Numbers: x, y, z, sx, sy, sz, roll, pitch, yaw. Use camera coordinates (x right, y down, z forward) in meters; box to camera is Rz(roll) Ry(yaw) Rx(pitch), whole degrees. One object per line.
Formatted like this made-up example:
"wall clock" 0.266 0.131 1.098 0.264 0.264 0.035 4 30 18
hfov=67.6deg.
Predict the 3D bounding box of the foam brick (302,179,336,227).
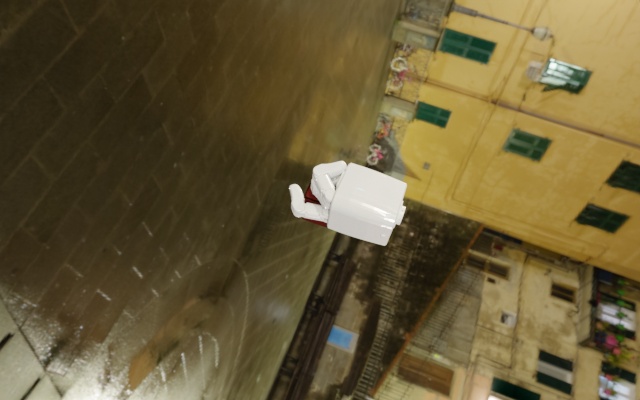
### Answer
"foam brick" 0.000 0.003 0.859 0.051 0.053 0.078 18 -31 7
